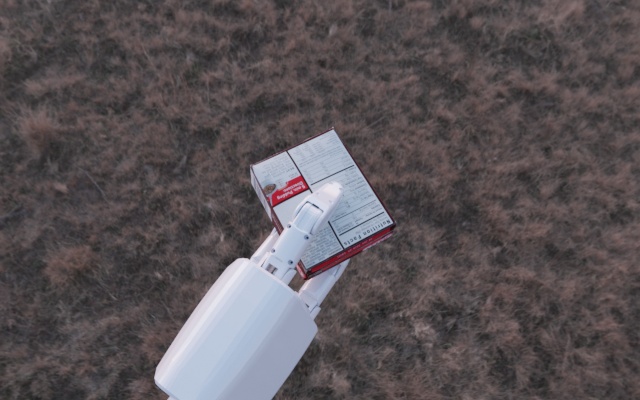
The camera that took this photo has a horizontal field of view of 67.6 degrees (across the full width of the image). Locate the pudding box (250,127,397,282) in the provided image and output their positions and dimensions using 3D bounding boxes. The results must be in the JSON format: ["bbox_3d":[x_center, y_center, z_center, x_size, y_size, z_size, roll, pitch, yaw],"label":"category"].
[{"bbox_3d":[0.000,0.001,0.425,0.090,0.113,0.039,-26,-19,-13],"label":"pudding box"}]
